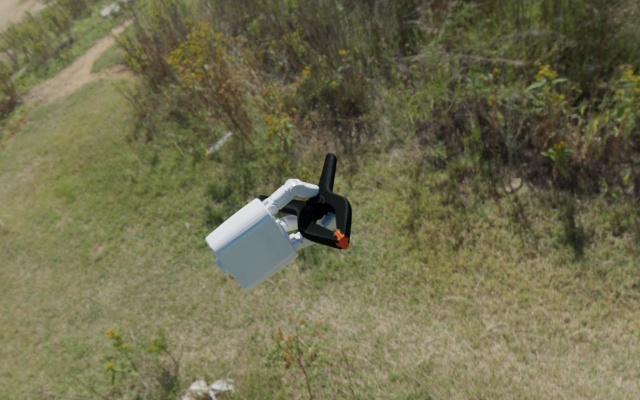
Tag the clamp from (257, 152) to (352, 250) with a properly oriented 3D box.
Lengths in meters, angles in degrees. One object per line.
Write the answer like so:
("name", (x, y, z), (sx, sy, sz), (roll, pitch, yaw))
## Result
("clamp", (0.000, 0.003, 0.804), (0.164, 0.036, 0.210), (-38, 43, -9))
